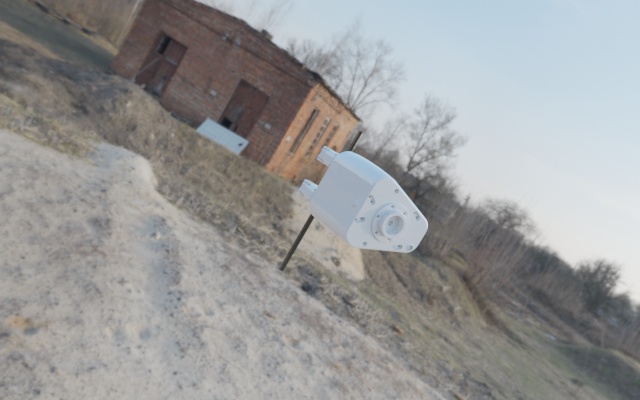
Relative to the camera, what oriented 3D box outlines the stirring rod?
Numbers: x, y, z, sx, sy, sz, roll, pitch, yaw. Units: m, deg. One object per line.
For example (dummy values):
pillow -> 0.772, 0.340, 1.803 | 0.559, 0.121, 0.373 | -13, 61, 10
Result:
stirring rod -> 0.000, 0.002, 0.715 | 0.011, 0.239, 0.011 | 30, 6, -4
